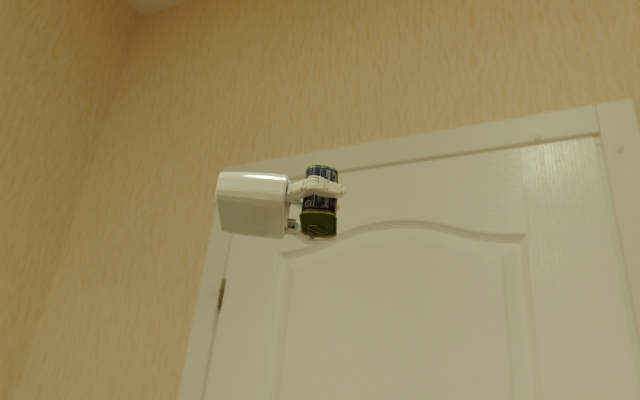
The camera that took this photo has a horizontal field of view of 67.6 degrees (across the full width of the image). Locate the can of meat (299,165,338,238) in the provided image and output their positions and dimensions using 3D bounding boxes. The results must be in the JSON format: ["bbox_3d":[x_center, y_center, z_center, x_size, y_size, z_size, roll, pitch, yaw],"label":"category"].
[{"bbox_3d":[0.000,0.002,0.763,0.057,0.084,0.102,3,-25,3],"label":"can of meat"}]
